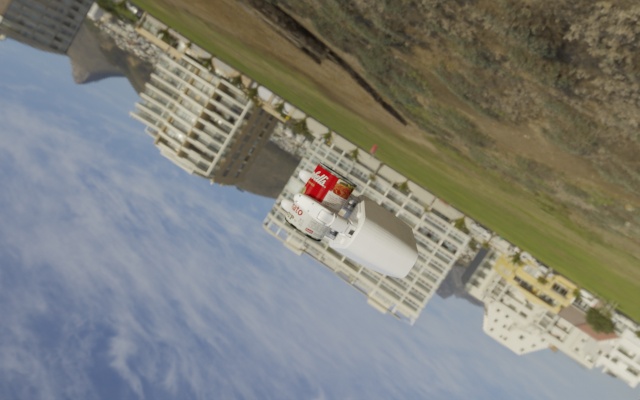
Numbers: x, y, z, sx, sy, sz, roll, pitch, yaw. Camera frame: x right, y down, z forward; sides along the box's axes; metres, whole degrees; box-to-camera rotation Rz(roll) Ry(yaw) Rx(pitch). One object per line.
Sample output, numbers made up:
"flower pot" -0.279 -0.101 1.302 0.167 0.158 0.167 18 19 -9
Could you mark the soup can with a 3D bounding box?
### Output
"soup can" 0.000 0.002 0.724 0.068 0.102 0.068 32 6 -4
